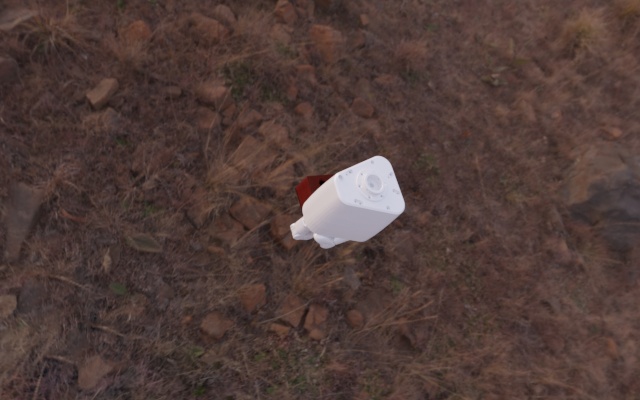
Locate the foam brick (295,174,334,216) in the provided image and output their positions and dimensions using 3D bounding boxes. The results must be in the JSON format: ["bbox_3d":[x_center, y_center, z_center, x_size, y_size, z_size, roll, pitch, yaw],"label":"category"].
[{"bbox_3d":[0.000,0.002,0.772,0.053,0.078,0.051,-6,-21,-29],"label":"foam brick"}]
